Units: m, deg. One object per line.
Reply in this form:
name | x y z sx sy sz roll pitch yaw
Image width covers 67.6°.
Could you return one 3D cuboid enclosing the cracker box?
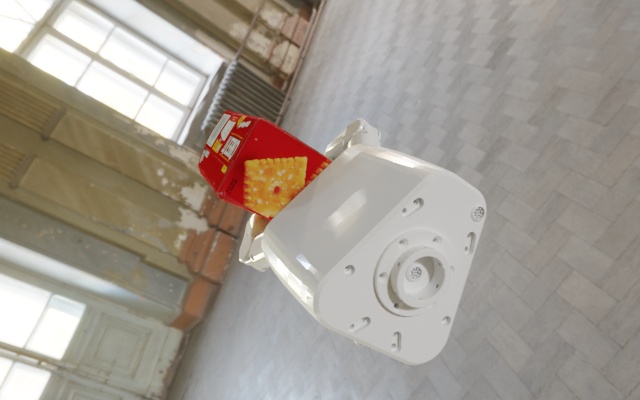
cracker box | 0.000 0.001 0.442 0.214 0.072 0.164 30 0 -23
